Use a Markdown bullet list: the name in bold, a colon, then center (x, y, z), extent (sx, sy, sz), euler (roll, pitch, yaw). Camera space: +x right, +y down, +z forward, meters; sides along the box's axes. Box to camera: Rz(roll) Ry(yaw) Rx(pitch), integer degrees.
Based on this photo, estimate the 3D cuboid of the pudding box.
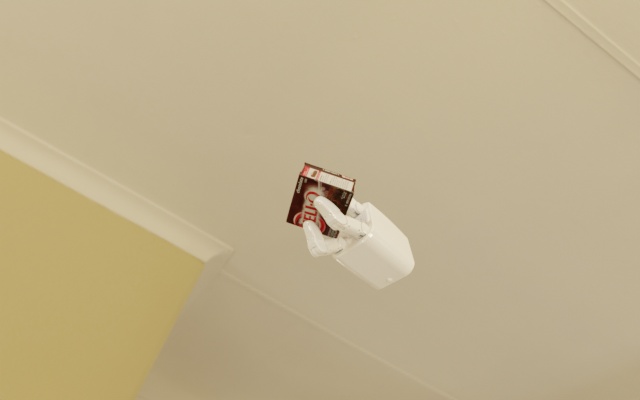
- **pudding box**: center (0.000, 0.002, 0.768), extent (0.090, 0.114, 0.039), euler (18, 41, 0)
